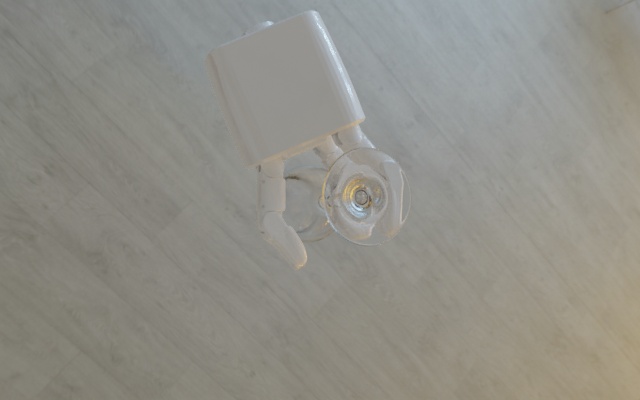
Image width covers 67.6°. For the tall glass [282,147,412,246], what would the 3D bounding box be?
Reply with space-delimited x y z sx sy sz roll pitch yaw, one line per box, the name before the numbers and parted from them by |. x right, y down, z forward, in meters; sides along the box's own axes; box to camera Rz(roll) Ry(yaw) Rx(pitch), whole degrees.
tall glass | 0.000 0.002 0.448 0.079 0.079 0.201 0 -3 -21
